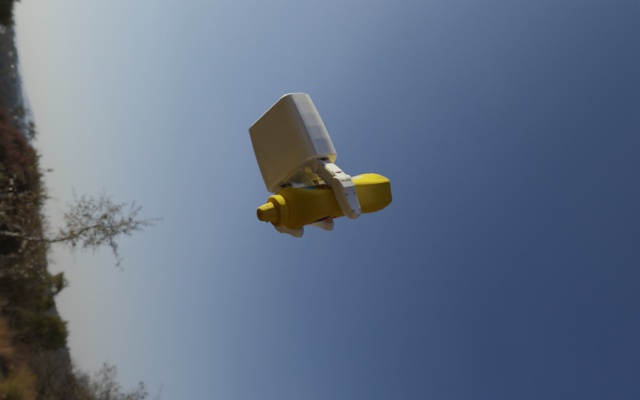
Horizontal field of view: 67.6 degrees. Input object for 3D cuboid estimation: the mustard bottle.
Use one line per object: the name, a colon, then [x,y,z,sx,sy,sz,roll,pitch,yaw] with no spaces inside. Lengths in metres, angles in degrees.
mustard bottle: [0.000,0.002,0.661,0.191,0.058,0.096,-10,5,-34]
